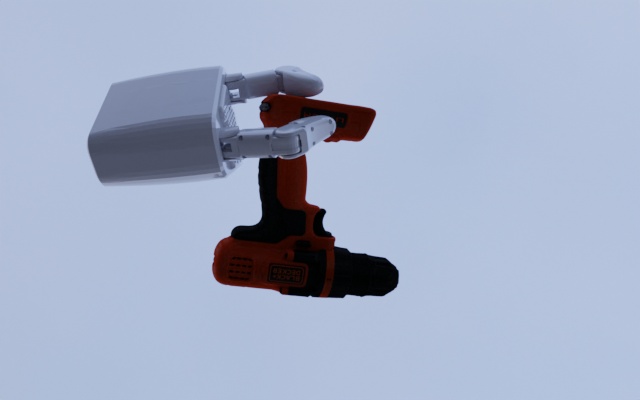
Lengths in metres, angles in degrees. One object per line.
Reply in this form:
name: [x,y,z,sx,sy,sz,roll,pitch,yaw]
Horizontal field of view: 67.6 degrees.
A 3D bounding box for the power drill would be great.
power drill: [0.000,0.001,0.453,0.184,0.187,0.057,7,7,-15]
